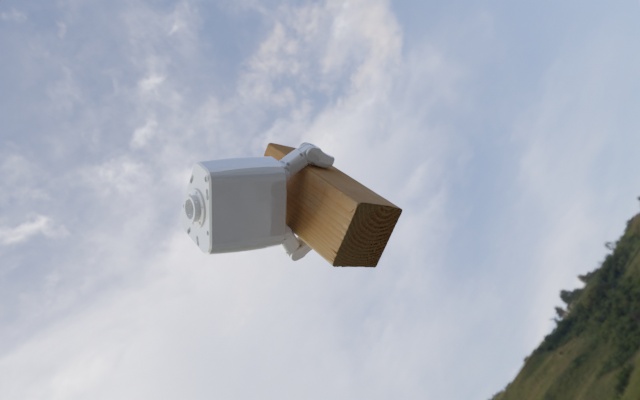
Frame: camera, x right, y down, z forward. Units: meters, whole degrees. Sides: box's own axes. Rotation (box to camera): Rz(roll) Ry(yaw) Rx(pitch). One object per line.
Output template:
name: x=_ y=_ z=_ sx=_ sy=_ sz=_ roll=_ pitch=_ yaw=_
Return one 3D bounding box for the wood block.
wood block: x=0.000 y=0.002 z=0.669 sx=0.090 sy=0.091 sz=0.206 roll=9 pitch=20 yaw=-44
